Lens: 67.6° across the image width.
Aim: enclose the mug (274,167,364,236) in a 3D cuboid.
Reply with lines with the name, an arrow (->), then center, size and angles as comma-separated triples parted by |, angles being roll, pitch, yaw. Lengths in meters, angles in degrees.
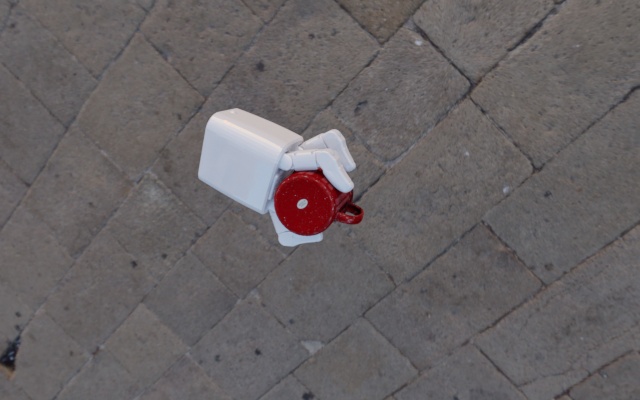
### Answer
mug -> 0.001, 0.003, 0.622 | 0.117, 0.093, 0.081 | 26, 21, 8
